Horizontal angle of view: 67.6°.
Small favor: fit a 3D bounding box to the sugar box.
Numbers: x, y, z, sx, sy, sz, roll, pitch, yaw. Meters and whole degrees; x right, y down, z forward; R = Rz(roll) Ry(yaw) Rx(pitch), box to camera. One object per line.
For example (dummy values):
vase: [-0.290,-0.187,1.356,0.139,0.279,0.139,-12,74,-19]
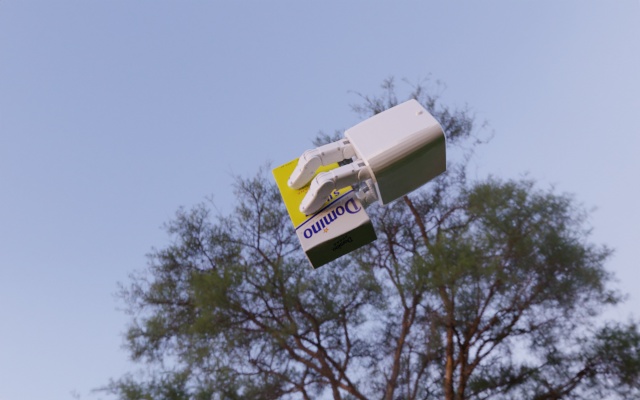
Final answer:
sugar box: [0.000,0.002,0.652,0.093,0.048,0.176,-26,41,-1]
